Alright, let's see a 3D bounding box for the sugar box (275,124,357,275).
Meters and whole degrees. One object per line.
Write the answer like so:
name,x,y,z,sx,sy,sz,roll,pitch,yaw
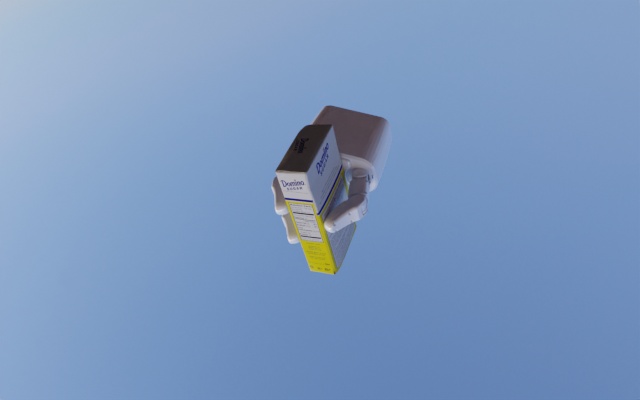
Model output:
sugar box,0.000,0.002,0.600,0.048,0.176,0.093,3,44,24
